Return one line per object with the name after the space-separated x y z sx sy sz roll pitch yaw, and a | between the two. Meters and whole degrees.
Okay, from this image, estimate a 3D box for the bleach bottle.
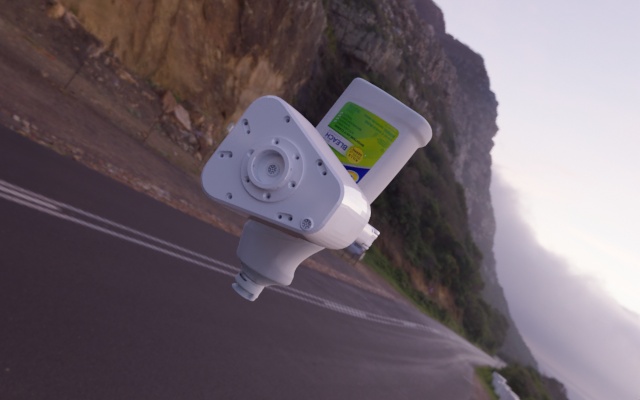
0.000 0.002 0.497 0.102 0.251 0.068 37 1 18 | bleach bottle
